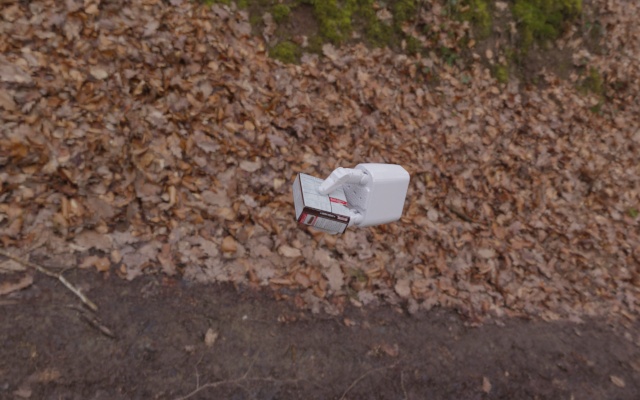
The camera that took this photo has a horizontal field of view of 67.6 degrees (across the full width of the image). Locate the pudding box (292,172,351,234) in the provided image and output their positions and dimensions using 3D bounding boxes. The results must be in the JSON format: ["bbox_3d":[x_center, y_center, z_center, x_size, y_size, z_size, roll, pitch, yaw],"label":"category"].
[{"bbox_3d":[0.000,0.003,0.840,0.090,0.039,0.113,14,30,-17],"label":"pudding box"}]
